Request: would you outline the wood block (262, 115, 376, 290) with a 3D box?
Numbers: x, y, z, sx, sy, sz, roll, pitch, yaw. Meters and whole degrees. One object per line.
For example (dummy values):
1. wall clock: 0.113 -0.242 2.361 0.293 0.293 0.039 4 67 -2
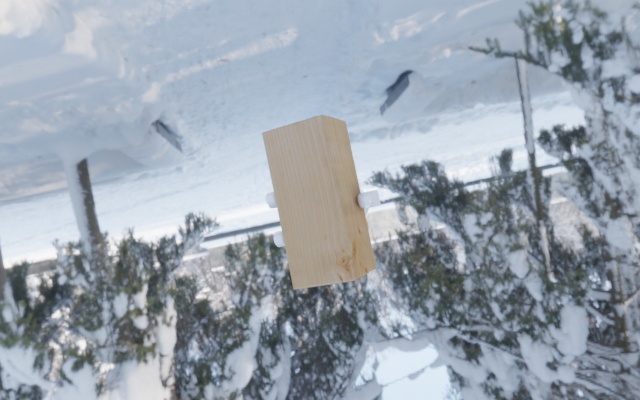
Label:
1. wood block: 0.001 0.002 0.632 0.091 0.206 0.090 -13 -2 23
